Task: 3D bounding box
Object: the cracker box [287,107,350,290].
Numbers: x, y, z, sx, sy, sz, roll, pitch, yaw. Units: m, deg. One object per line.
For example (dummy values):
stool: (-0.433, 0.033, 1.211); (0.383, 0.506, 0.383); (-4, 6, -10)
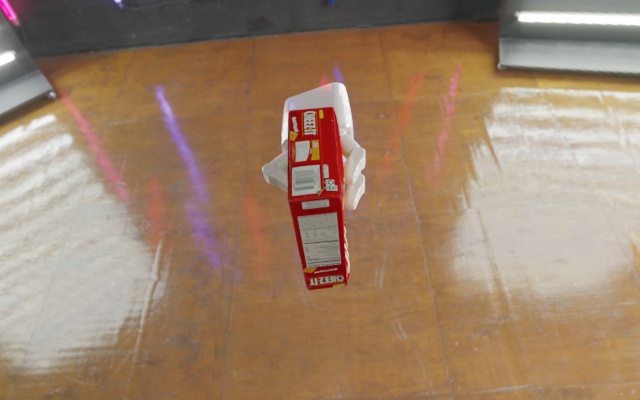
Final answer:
cracker box: (0.000, 0.002, 0.679); (0.072, 0.164, 0.214); (-5, -40, 2)
